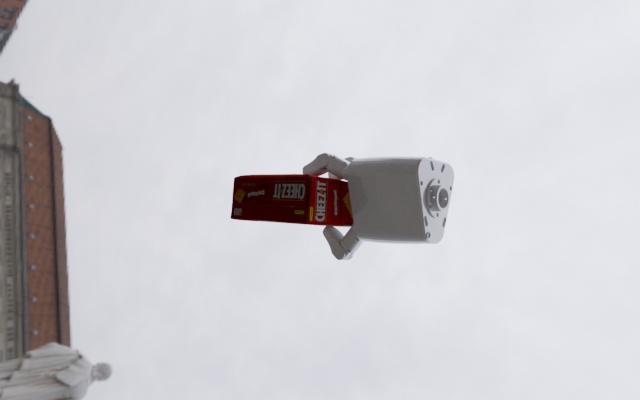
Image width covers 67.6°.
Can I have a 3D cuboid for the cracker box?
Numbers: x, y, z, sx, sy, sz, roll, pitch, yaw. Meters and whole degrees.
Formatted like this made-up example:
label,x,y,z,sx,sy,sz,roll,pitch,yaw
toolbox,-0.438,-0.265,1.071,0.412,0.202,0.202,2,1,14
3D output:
label,x,y,z,sx,sy,sz,roll,pitch,yaw
cracker box,0.000,0.003,0.721,0.164,0.072,0.214,1,-3,43
